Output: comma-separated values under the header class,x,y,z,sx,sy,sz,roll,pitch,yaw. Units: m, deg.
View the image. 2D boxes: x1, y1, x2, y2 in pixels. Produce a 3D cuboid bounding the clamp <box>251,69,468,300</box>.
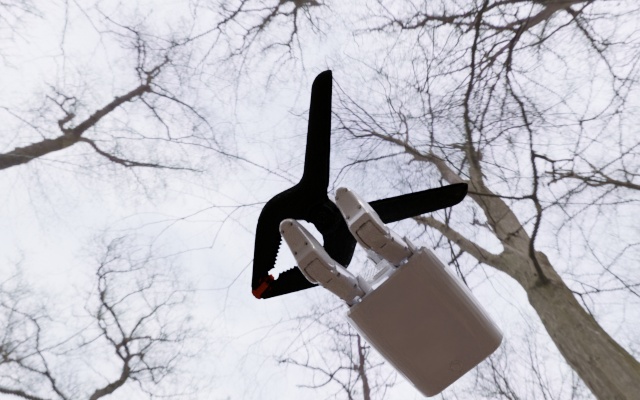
class,x,y,z,sx,sy,sz,roll,pitch,yaw
clamp,0.000,0.002,0.432,0.210,0.164,0.036,-43,-2,13
